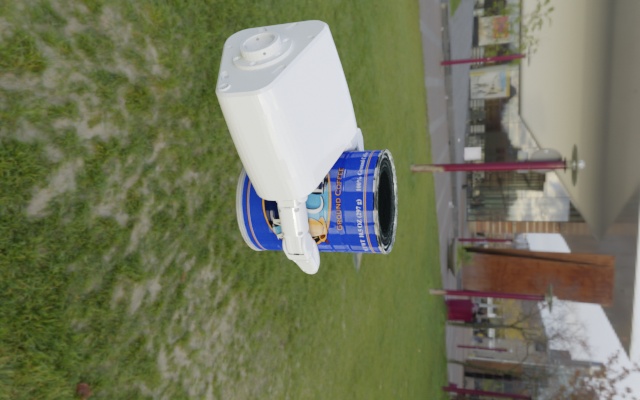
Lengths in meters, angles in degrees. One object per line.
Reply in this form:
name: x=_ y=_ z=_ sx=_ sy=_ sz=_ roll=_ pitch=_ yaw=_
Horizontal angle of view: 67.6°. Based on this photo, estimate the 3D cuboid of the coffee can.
coffee can: x=0.000 y=0.002 z=0.487 sx=0.140 sy=0.103 sz=0.103 roll=0 pitch=0 yaw=19
